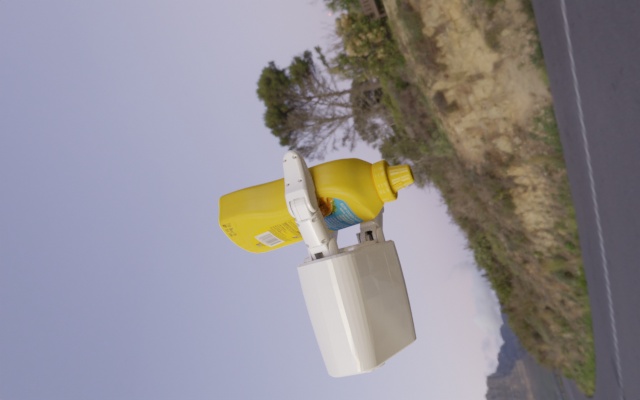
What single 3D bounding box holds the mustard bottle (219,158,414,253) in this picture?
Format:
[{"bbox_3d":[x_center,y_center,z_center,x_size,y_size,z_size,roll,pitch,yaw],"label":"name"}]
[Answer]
[{"bbox_3d":[0.000,0.001,0.482,0.191,0.058,0.096,-17,-31,20],"label":"mustard bottle"}]
